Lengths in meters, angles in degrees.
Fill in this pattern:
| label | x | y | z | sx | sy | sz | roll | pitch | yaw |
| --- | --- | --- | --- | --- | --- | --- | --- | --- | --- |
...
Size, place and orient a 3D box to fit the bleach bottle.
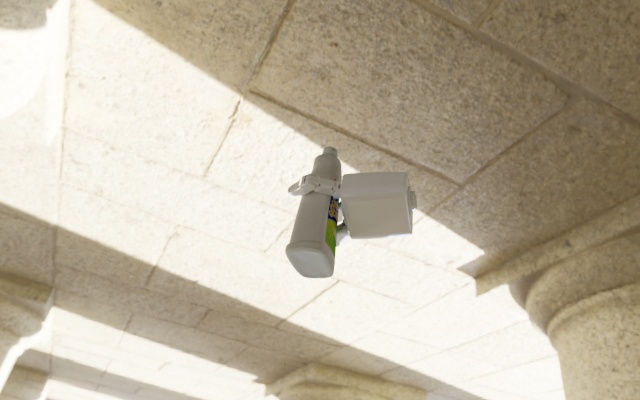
| label | x | y | z | sx | sy | sz | roll | pitch | yaw |
| --- | --- | --- | --- | --- | --- | --- | --- | --- | --- |
| bleach bottle | 0.000 | 0.003 | 0.827 | 0.068 | 0.250 | 0.103 | -3 | -37 | 17 |
